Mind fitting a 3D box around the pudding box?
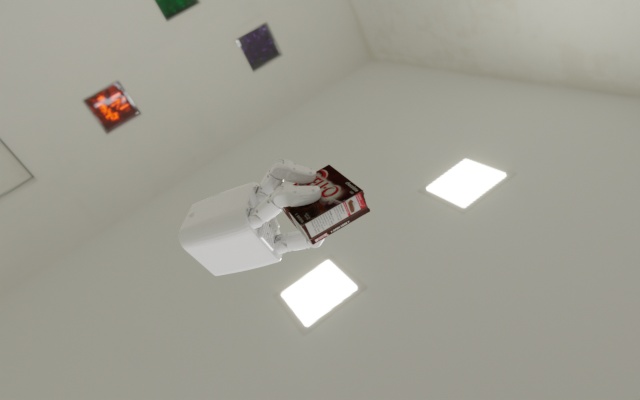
[{"bbox_3d":[0.000,0.002,0.631,0.090,0.039,0.113,-31,32,-9],"label":"pudding box"}]
